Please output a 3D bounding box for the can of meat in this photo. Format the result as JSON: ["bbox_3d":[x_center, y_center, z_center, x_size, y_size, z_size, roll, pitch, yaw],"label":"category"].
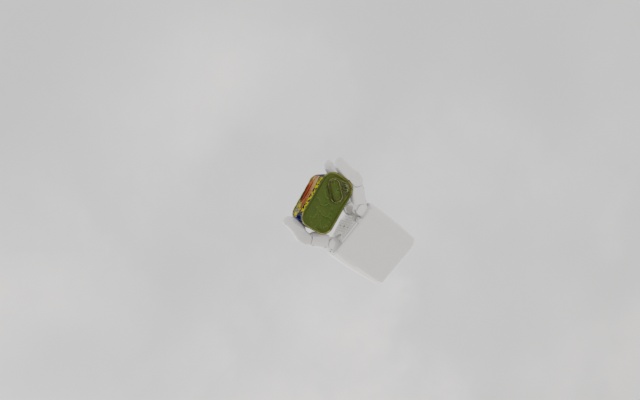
[{"bbox_3d":[0.000,0.003,0.812,0.057,0.102,0.084,32,-7,-16],"label":"can of meat"}]
